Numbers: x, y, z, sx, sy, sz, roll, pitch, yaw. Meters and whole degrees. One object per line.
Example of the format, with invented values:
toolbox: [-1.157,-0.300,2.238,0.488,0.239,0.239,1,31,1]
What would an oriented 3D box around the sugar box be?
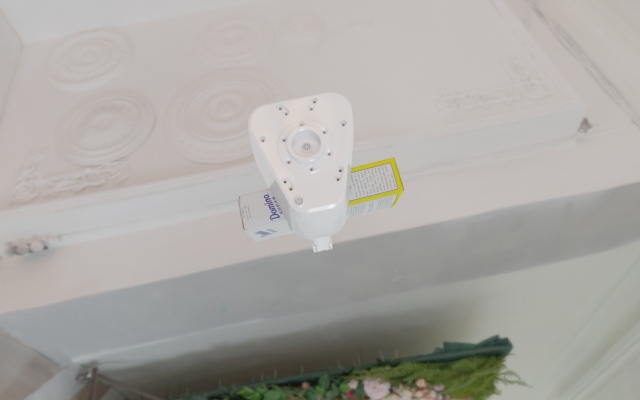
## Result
sugar box: [0.000,0.001,0.549,0.176,0.048,0.093,-12,-13,-2]
